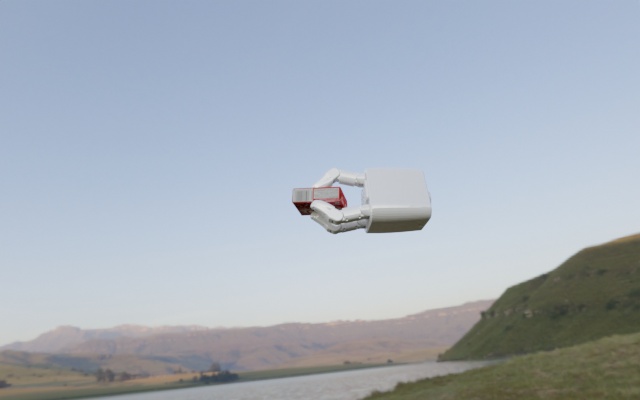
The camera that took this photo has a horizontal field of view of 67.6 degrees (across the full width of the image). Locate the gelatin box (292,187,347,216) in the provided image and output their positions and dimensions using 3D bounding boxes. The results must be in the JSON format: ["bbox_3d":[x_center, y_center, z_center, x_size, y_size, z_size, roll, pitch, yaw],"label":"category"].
[{"bbox_3d":[0.000,0.002,0.858,0.089,0.030,0.073,-2,-20,11],"label":"gelatin box"}]
